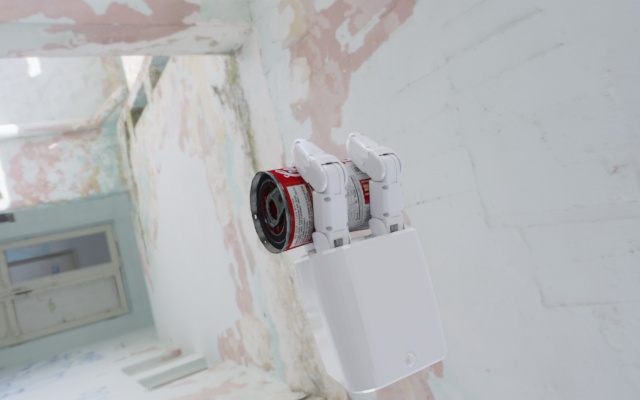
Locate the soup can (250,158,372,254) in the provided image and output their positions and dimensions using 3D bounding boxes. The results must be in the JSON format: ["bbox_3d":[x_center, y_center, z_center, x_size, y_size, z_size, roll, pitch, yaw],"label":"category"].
[{"bbox_3d":[0.000,0.001,0.408,0.102,0.068,0.068,-11,6,-30],"label":"soup can"}]
